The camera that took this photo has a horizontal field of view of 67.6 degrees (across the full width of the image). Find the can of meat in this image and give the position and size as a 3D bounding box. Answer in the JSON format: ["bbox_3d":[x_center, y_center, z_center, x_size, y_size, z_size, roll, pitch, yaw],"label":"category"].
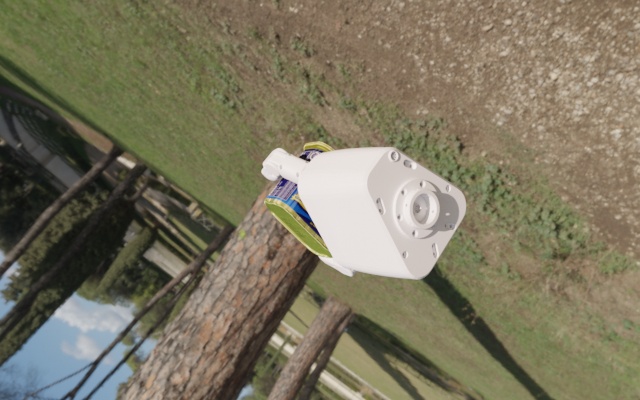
[{"bbox_3d":[0.000,0.002,0.522,0.102,0.084,0.057,46,-21,-25],"label":"can of meat"}]
